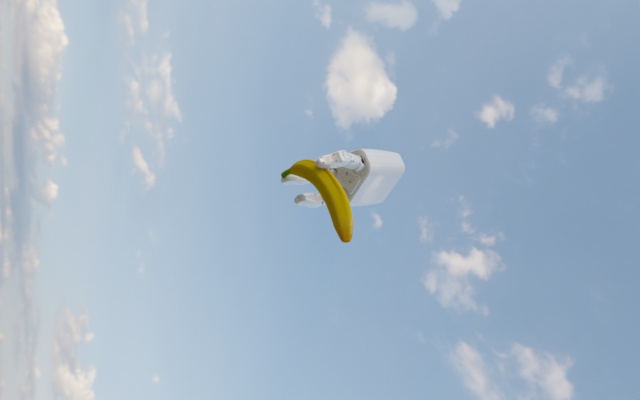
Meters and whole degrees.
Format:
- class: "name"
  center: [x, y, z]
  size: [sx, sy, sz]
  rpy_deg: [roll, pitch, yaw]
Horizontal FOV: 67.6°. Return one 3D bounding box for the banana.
- class: "banana"
  center: [0.006, -0.014, 0.810]
  size: [0.037, 0.070, 0.197]
  rpy_deg: [-1, 38, -43]
